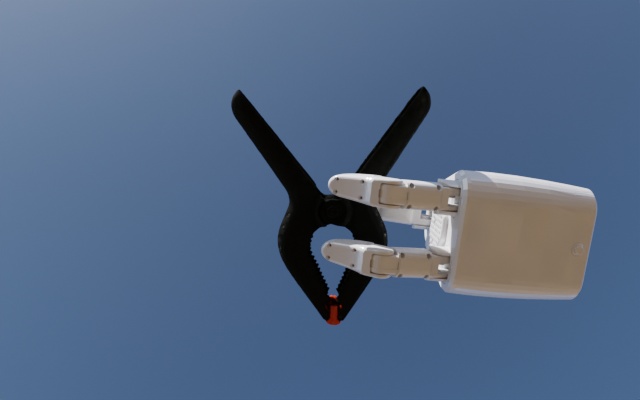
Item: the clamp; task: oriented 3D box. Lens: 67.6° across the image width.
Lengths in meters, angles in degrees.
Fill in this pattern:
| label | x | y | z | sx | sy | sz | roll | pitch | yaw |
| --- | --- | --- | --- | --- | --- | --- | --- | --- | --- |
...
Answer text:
| label | x | y | z | sx | sy | sz | roll | pitch | yaw |
| --- | --- | --- | --- | --- | --- | --- | --- | --- | --- |
| clamp | 0.000 | 0.002 | 0.412 | 0.164 | 0.210 | 0.036 | 6 | 9 | 1 |
